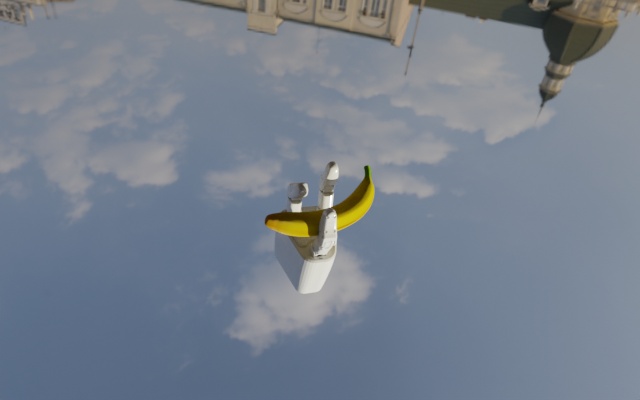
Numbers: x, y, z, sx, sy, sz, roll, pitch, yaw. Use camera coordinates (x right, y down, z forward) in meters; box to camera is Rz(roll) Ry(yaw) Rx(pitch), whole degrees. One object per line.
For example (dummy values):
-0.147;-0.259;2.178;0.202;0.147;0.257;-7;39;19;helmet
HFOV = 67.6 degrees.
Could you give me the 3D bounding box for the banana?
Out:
0.013;0.015;0.716;0.197;0.069;0.037;-27;-19;-27;banana
